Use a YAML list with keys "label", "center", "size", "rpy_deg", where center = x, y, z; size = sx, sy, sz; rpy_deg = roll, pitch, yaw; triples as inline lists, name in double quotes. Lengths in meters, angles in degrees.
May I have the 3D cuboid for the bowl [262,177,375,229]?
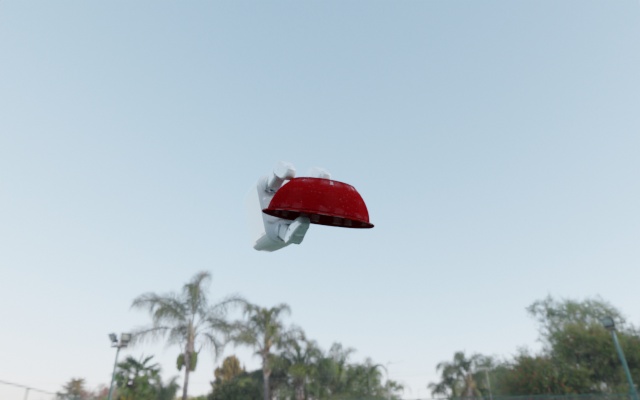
- label: "bowl"
  center: [0.001, 0.002, 0.682]
  size: [0.162, 0.055, 0.162]
  rpy_deg: [8, -7, 1]
